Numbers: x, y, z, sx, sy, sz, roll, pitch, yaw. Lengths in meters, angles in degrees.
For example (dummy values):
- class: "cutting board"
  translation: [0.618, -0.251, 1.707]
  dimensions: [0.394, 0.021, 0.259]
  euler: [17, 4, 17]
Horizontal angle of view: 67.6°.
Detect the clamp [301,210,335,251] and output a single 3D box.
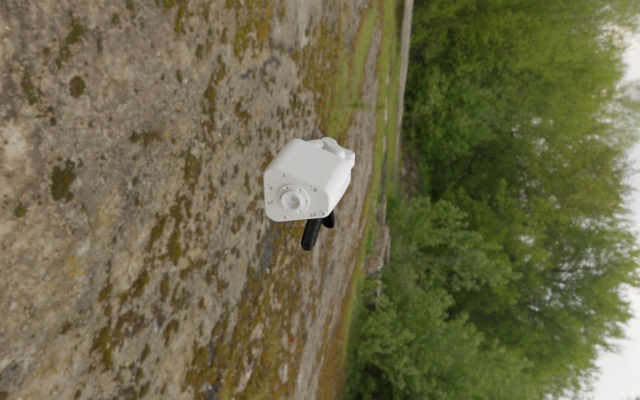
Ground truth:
- class: "clamp"
  translation: [0.001, 0.003, 0.837]
  dimensions: [0.039, 0.172, 0.120]
  euler: [10, 31, 14]
